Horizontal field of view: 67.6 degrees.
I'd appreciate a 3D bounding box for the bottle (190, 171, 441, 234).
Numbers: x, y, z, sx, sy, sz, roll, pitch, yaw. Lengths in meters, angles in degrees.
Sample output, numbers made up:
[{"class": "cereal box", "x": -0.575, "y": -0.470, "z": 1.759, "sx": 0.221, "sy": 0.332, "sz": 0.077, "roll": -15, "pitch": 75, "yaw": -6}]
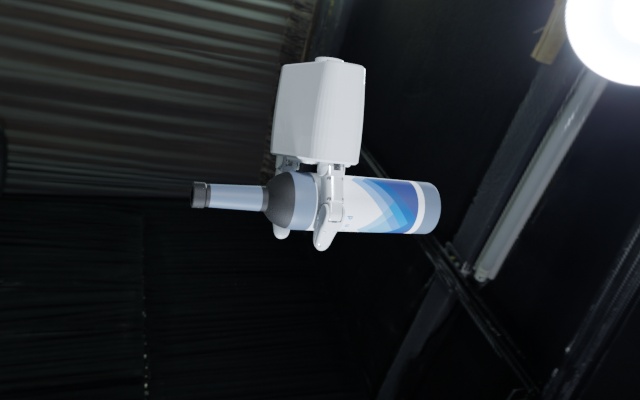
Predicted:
[{"class": "bottle", "x": 0.000, "y": 0.002, "z": 0.559, "sx": 0.296, "sy": 0.069, "sz": 0.069, "roll": 3, "pitch": -1, "yaw": -23}]
